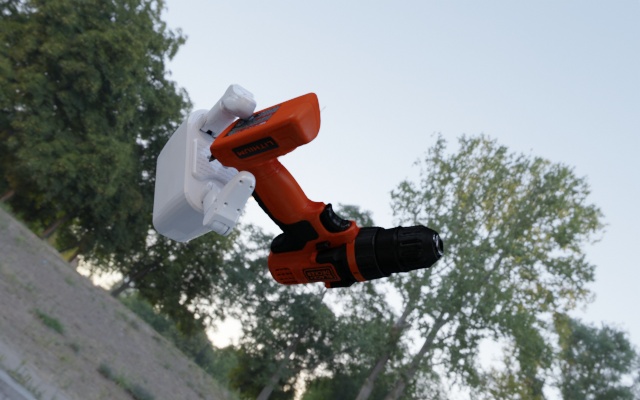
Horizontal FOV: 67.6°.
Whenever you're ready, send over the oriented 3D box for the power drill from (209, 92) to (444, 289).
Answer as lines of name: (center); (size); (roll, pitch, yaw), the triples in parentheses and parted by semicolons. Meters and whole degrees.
power drill: (0.000, 0.001, 0.436); (0.184, 0.188, 0.057); (-12, 29, 29)
